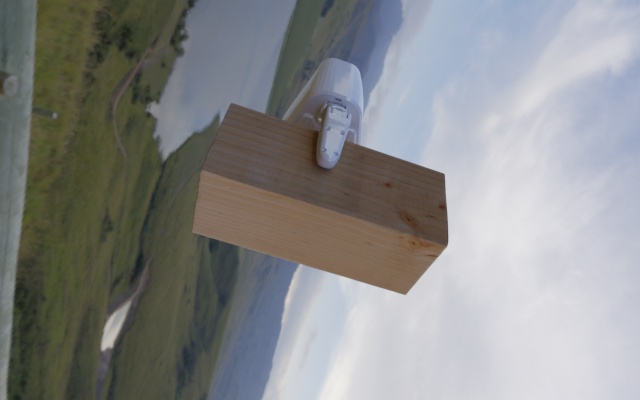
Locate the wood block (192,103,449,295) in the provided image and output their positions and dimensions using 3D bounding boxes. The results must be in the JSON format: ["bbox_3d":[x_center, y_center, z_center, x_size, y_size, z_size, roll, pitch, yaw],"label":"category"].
[{"bbox_3d":[0.000,0.001,0.434,0.206,0.090,0.091,17,-43,-6],"label":"wood block"}]
